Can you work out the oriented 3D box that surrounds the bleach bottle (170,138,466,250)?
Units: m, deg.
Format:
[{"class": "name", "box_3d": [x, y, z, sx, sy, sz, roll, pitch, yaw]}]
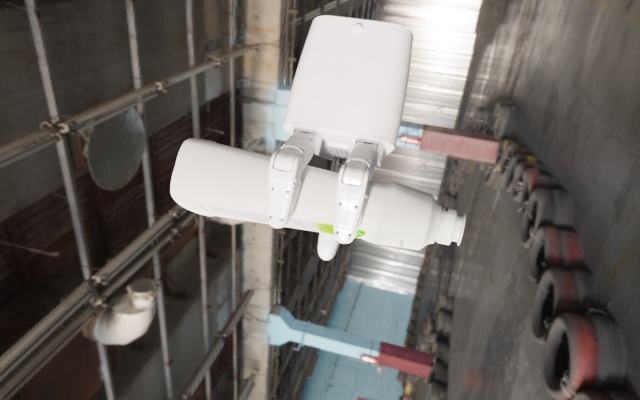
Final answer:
[{"class": "bleach bottle", "box_3d": [0.000, 0.001, 0.434, 0.251, 0.068, 0.102, 12, -7, 11]}]
